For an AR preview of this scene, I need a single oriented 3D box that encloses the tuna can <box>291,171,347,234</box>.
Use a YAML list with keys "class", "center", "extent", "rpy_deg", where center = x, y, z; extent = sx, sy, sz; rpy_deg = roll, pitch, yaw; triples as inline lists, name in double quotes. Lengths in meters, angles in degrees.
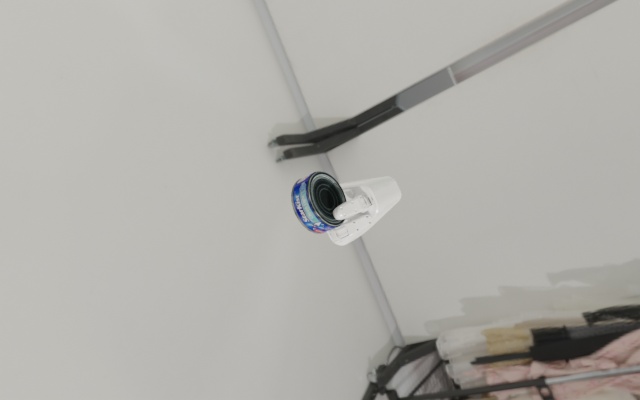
- class: "tuna can"
  center: [0.000, 0.002, 0.683]
  extent: [0.034, 0.086, 0.086]
  rpy_deg: [-24, -15, 37]
